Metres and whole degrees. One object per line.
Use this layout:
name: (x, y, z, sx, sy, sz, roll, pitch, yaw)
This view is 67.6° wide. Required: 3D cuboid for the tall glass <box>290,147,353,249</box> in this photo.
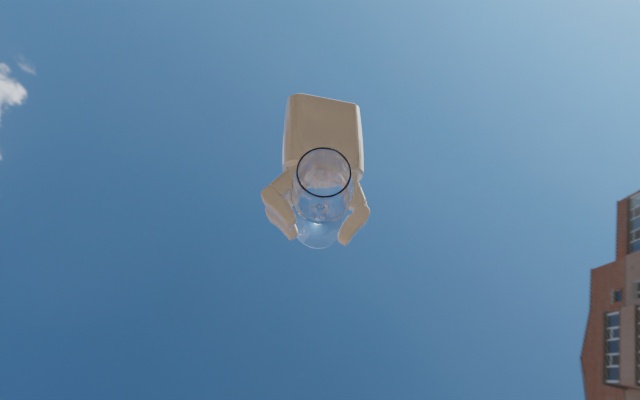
tall glass: (0.000, 0.002, 0.624, 0.079, 0.079, 0.201, 0, -20, -2)
